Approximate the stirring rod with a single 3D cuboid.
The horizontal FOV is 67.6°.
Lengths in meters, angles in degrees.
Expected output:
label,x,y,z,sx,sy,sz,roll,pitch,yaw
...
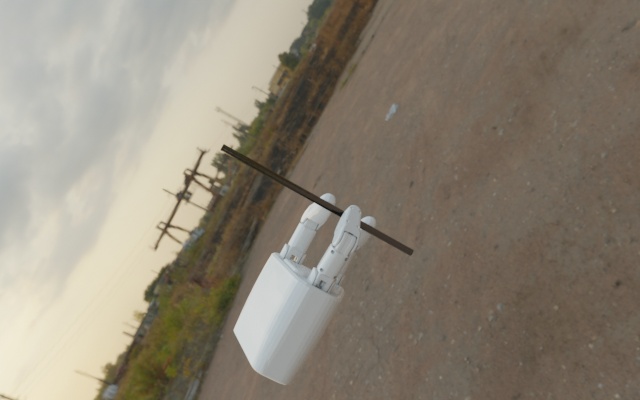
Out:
label,x,y,z,sx,sy,sz,roll,pitch,yaw
stirring rod,0.000,0.002,0.522,0.239,0.011,0.011,29,-6,-10
